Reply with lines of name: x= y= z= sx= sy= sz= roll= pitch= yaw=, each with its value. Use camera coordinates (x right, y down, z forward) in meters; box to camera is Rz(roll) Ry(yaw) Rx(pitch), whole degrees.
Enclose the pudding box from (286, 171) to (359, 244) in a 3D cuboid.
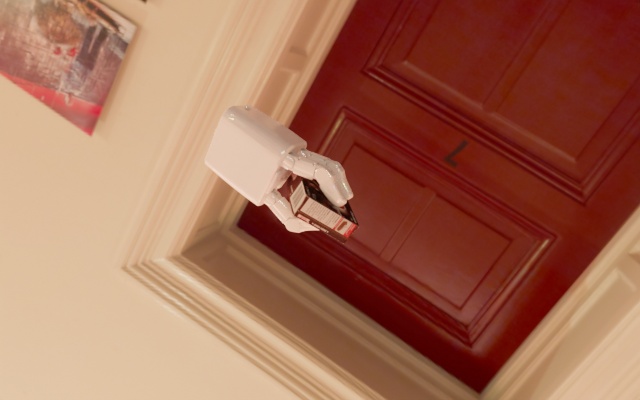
pudding box: x=0.000 y=0.002 z=0.678 sx=0.090 sy=0.039 sz=0.113 roll=30 pitch=20 yaw=-21
